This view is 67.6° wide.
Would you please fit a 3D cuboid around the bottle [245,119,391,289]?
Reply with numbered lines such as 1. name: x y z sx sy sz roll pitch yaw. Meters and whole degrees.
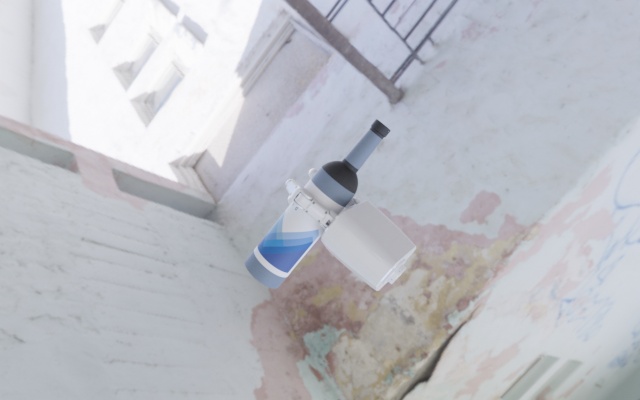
1. bottle: 0.000 0.002 0.718 0.069 0.296 0.069 38 10 -8
